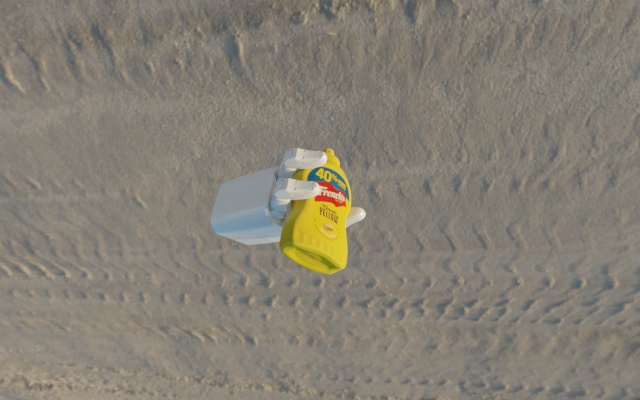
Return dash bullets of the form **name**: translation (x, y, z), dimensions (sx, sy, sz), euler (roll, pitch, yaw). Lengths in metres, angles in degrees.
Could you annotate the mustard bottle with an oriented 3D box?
- **mustard bottle**: translation (0.000, 0.002, 0.683), dimensions (0.096, 0.191, 0.058), euler (29, -40, -27)
